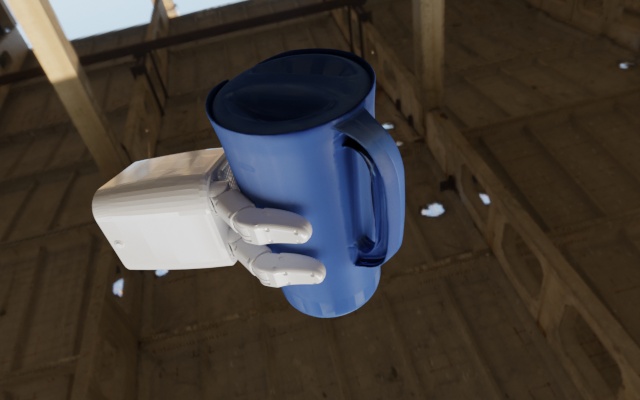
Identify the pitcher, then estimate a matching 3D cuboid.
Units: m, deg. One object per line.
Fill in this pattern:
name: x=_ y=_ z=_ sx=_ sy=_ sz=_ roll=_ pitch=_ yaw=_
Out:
pitcher: x=0.000 y=0.001 z=0.435 sx=0.145 sy=0.243 sz=0.149 roll=-6 pitch=41 yaw=7
